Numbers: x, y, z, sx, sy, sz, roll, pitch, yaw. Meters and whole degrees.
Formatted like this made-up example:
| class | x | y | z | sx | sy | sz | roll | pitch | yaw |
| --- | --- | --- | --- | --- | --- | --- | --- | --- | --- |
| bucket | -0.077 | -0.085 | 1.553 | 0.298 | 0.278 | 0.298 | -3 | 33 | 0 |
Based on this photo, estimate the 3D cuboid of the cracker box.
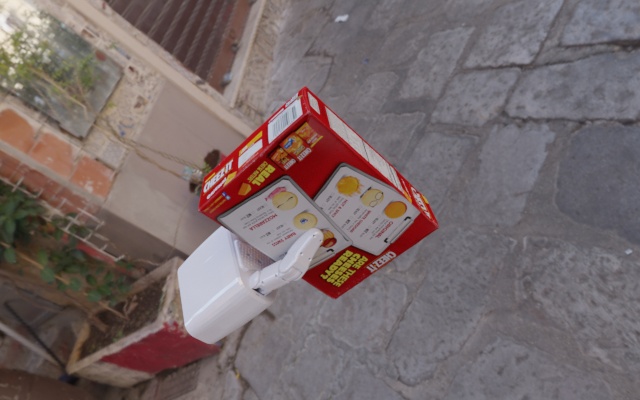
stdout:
| class | x | y | z | sx | sy | sz | roll | pitch | yaw |
| --- | --- | --- | --- | --- | --- | --- | --- | --- | --- |
| cracker box | 0.000 | 0.002 | 0.538 | 0.164 | 0.072 | 0.214 | -39 | -57 | 22 |
